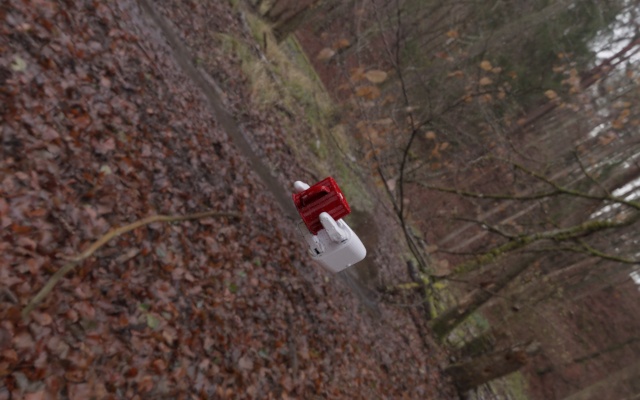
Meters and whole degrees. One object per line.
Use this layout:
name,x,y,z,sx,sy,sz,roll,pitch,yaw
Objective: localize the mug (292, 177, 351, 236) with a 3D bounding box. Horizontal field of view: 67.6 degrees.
mug,0.000,0.002,0.899,0.081,0.093,0.117,-29,-30,7
